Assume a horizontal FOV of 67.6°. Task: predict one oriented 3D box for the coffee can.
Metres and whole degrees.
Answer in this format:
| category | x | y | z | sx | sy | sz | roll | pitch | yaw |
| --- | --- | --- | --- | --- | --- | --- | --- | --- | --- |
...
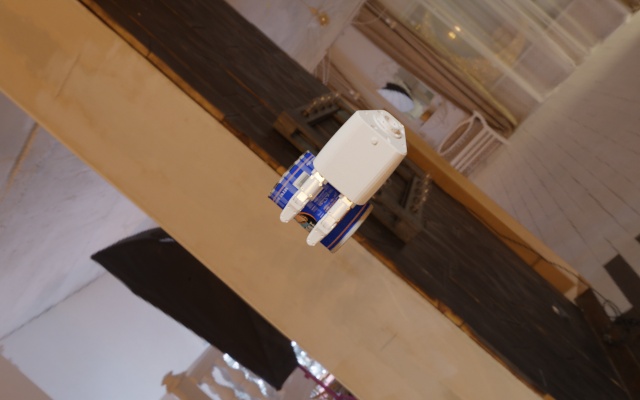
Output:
| category | x | y | z | sx | sy | sz | roll | pitch | yaw |
| --- | --- | --- | --- | --- | --- | --- | --- | --- | --- |
| coffee can | 0.000 | 0.003 | 0.778 | 0.140 | 0.103 | 0.103 | 41 | 0 | 0 |
